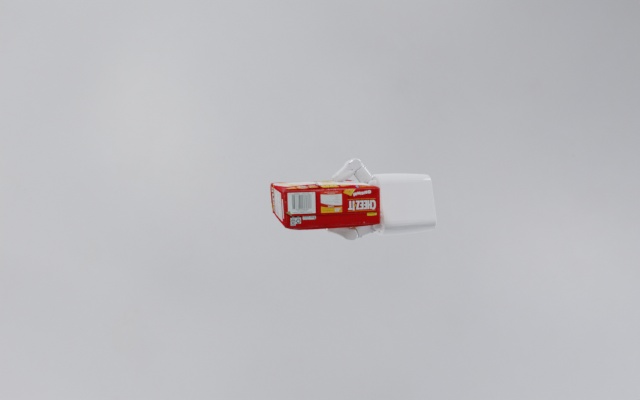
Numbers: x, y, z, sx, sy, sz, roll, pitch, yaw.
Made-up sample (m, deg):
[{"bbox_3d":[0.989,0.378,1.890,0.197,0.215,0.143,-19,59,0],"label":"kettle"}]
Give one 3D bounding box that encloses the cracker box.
[{"bbox_3d":[0.000,0.003,0.875,0.164,0.072,0.213,-3,6,-11],"label":"cracker box"}]
